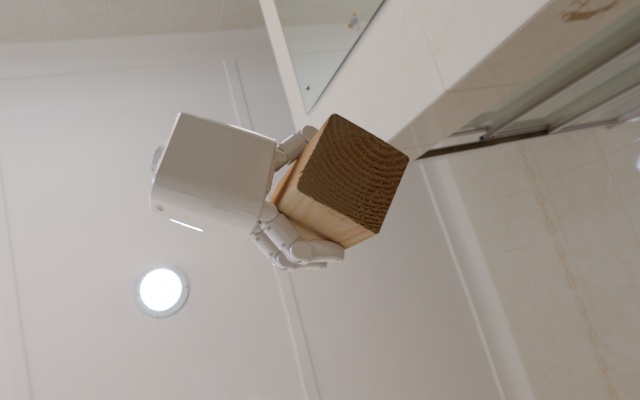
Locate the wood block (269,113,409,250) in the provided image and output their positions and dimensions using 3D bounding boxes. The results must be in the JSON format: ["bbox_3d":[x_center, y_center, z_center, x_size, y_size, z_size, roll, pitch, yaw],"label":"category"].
[{"bbox_3d":[0.000,0.001,0.530,0.090,0.090,0.206,29,-23,-9],"label":"wood block"}]
